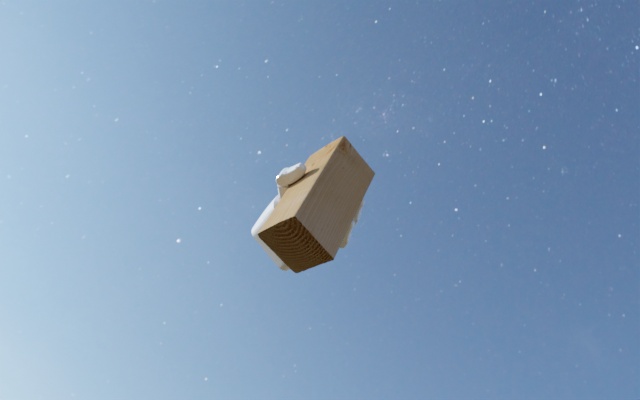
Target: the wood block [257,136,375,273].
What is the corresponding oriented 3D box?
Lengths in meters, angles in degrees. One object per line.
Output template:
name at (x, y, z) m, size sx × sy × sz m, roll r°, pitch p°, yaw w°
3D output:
wood block at (0.000, 0.002, 0.756) m, size 0.090 × 0.091 × 0.206 m, roll -26°, pitch 24°, yaw 41°
